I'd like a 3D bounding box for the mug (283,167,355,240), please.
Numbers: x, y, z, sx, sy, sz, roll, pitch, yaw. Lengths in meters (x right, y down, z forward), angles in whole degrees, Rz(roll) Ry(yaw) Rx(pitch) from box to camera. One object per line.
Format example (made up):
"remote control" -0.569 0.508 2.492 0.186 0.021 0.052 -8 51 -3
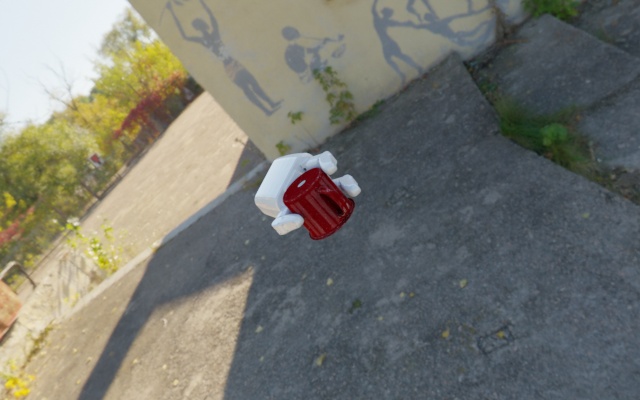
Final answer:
"mug" 0.001 0.002 0.747 0.081 0.093 0.117 48 -21 -22
